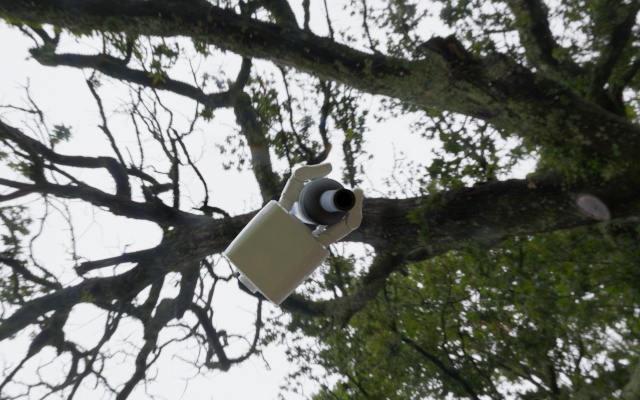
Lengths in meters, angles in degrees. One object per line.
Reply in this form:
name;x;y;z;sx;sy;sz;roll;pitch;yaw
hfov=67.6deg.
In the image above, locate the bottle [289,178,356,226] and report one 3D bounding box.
bottle;0.000;0.002;0.696;0.069;0.069;0.296;0;-1;-11
